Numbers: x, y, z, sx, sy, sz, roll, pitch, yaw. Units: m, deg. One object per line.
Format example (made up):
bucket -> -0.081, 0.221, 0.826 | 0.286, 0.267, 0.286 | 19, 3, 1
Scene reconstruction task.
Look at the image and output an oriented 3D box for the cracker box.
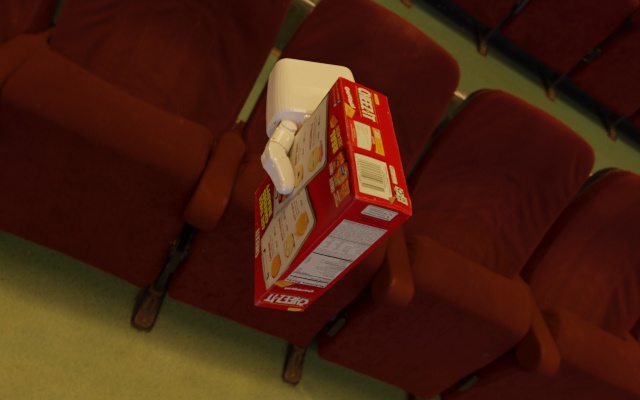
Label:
cracker box -> 0.000, 0.002, 0.523 | 0.072, 0.164, 0.214 | 16, -43, -25
